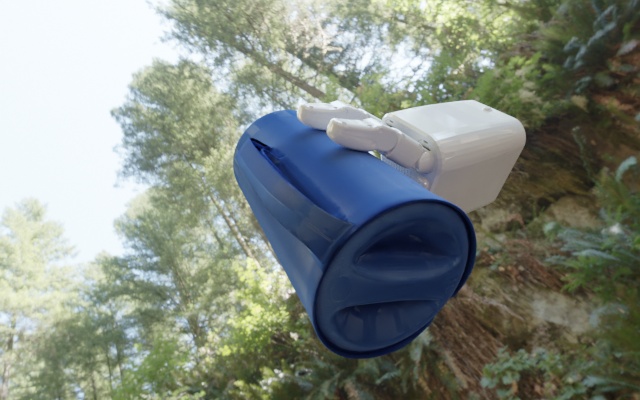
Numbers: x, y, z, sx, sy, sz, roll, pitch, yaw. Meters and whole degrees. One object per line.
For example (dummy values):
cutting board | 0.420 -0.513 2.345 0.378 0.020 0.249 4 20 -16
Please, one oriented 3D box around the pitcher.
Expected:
pitcher | 0.000 0.001 0.412 0.145 0.149 0.242 -16 34 -20
